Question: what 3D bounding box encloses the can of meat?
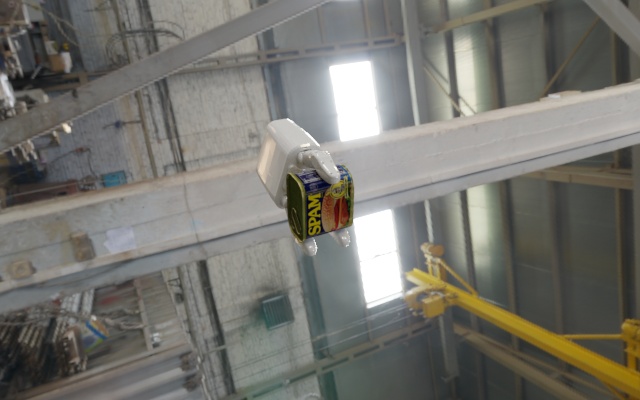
[{"bbox_3d":[0.000,0.002,0.693,0.084,0.102,0.057,-14,35,-22],"label":"can of meat"}]
